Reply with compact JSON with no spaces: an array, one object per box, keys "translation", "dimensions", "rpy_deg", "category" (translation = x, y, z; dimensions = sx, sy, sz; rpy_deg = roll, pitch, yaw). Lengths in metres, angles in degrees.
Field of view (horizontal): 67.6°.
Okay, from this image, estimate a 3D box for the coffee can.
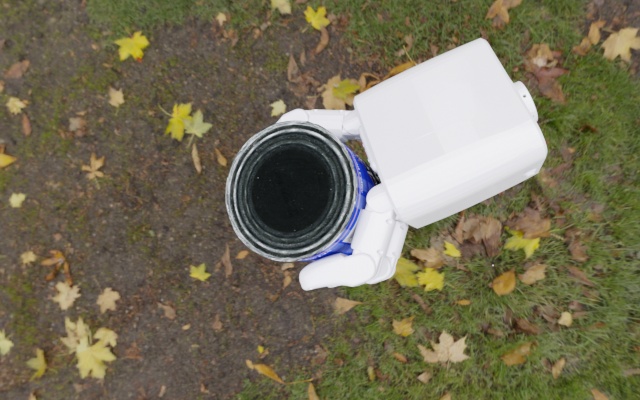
[{"translation":[0.000,0.001,0.404],"dimensions":[0.103,0.103,0.140],"rpy_deg":[0,-7,20],"category":"coffee can"}]
